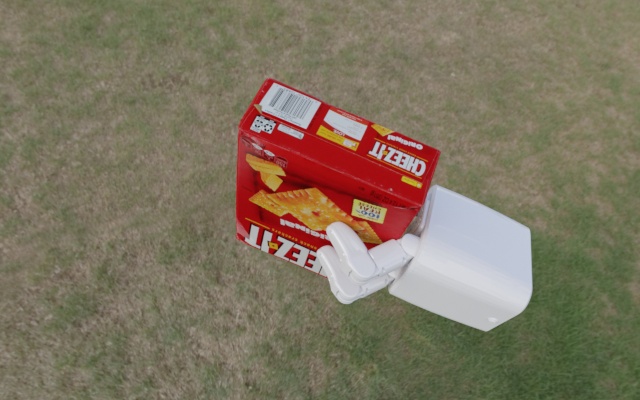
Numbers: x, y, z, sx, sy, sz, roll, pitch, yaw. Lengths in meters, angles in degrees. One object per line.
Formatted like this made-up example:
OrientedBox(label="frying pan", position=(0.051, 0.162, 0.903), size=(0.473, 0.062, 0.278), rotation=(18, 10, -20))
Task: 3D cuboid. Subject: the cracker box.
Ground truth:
OrientedBox(label="cracker box", position=(0.000, 0.001, 0.479), size=(0.164, 0.072, 0.214), rotation=(23, -31, 3))
